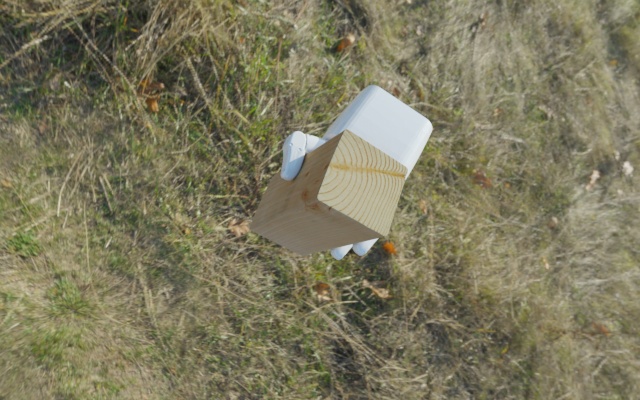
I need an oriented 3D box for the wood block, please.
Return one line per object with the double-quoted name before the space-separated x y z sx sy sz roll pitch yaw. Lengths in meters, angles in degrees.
"wood block" 0.000 0.001 0.588 0.091 0.090 0.206 30 -24 -19
